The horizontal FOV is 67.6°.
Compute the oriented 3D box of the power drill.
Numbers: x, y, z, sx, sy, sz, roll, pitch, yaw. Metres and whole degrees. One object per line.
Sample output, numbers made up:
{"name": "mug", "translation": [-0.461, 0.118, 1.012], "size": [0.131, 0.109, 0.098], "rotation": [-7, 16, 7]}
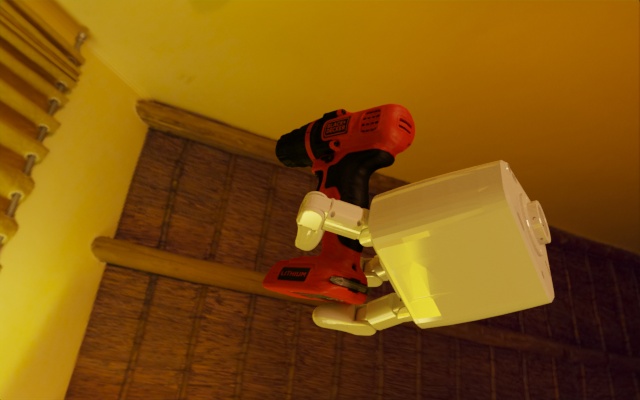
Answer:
{"name": "power drill", "translation": [0.000, 0.002, 0.472], "size": [0.057, 0.187, 0.184], "rotation": [22, -18, -36]}
